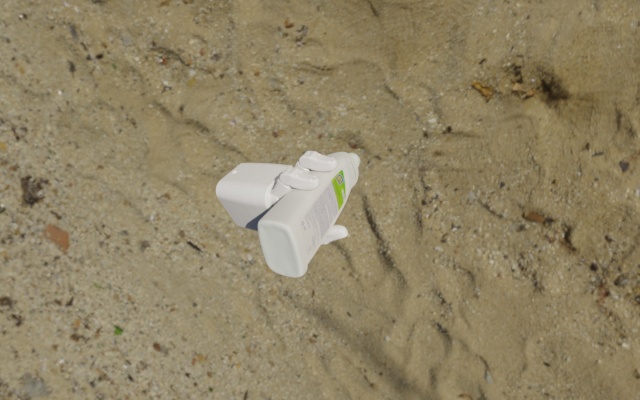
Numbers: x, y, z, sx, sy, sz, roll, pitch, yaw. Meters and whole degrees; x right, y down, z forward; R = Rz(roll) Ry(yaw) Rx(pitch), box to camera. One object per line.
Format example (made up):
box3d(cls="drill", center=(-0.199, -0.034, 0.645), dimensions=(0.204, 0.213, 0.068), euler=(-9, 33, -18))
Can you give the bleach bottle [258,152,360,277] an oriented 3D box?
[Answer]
box3d(cls="bleach bottle", center=(0.000, 0.002, 0.751), dimensions=(0.068, 0.103, 0.250), euler=(8, 36, 28))
